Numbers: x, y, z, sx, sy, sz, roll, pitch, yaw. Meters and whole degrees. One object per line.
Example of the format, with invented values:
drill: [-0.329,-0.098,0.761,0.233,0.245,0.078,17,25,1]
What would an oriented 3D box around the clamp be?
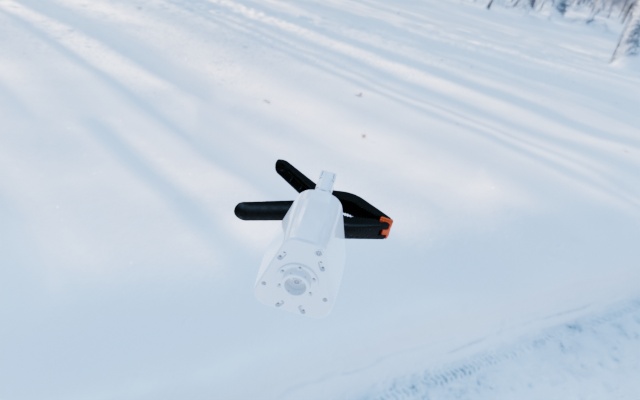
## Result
clamp: [0.001,0.002,0.685,0.210,0.036,0.164,15,33,2]
